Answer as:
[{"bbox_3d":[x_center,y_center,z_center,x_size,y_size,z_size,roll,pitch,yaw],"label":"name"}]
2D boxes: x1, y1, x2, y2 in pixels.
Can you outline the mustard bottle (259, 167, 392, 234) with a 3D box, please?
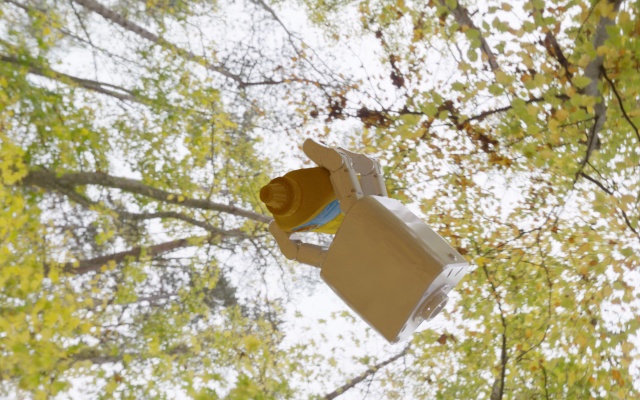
[{"bbox_3d":[0.000,0.002,0.543,0.096,0.058,0.191,-34,-21,27],"label":"mustard bottle"}]
